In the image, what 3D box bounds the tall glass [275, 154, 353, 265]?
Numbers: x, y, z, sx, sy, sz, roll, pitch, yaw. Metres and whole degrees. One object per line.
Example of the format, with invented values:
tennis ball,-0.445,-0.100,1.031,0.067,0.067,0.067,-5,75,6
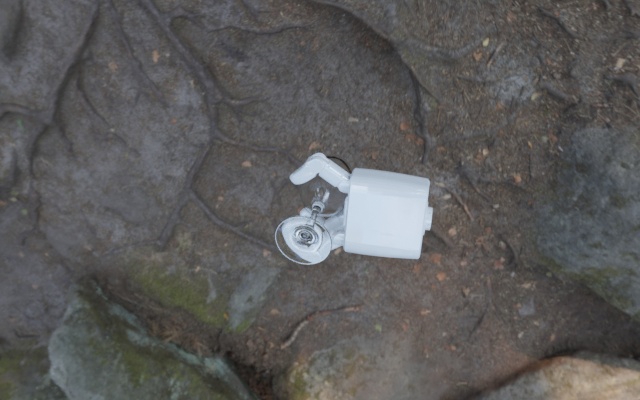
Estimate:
tall glass,0.000,0.003,0.686,0.079,0.079,0.201,0,30,14
